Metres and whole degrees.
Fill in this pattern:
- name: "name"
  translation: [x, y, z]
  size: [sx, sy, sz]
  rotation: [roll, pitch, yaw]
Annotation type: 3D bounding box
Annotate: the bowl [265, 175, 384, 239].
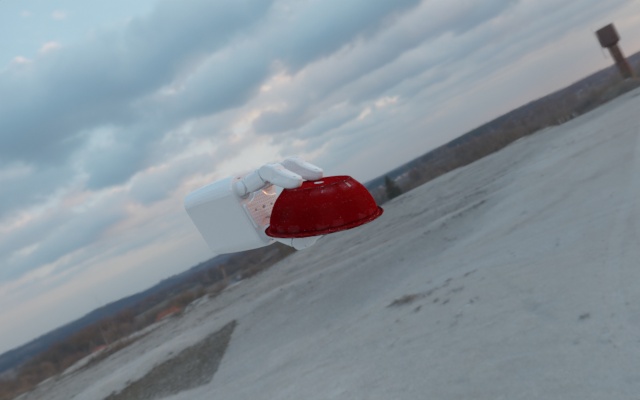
- name: "bowl"
  translation: [0.001, 0.001, 0.637]
  size: [0.162, 0.055, 0.162]
  rotation: [-10, 9, 2]
